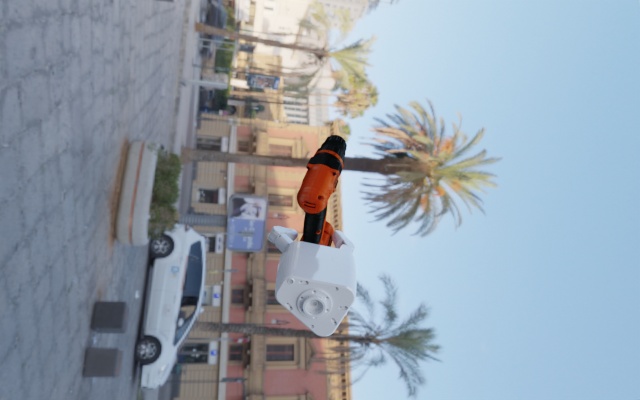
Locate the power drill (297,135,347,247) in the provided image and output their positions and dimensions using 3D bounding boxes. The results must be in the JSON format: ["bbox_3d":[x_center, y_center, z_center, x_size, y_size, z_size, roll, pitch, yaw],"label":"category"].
[{"bbox_3d":[0.000,0.003,0.799,0.057,0.188,0.184,13,40,10],"label":"power drill"}]
